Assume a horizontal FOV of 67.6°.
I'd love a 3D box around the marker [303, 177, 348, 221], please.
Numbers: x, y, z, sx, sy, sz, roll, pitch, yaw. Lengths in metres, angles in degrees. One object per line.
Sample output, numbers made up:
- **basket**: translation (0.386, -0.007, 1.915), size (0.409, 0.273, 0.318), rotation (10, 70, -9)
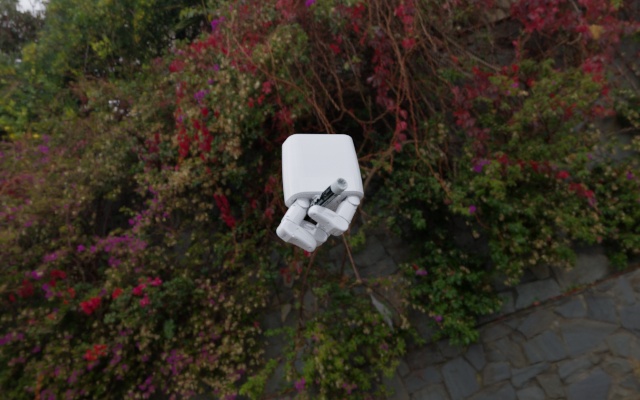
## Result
- **marker**: translation (0.000, 0.002, 0.686), size (0.020, 0.020, 0.121), rotation (0, -25, -32)
